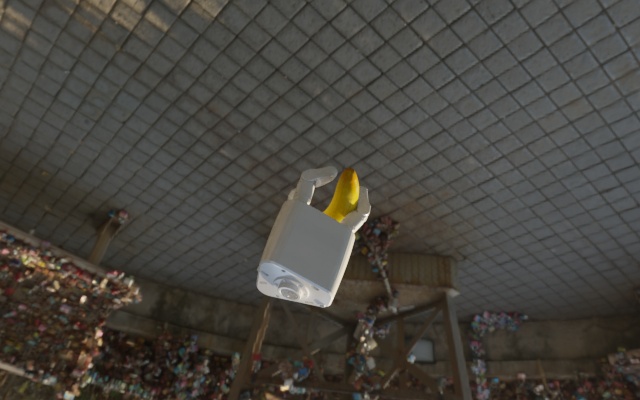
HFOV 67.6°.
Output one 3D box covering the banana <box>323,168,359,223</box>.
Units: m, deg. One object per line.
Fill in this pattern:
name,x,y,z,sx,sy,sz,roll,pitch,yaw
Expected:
banana,0.012,0.016,0.741,0.069,0.037,0.198,42,-37,-10
